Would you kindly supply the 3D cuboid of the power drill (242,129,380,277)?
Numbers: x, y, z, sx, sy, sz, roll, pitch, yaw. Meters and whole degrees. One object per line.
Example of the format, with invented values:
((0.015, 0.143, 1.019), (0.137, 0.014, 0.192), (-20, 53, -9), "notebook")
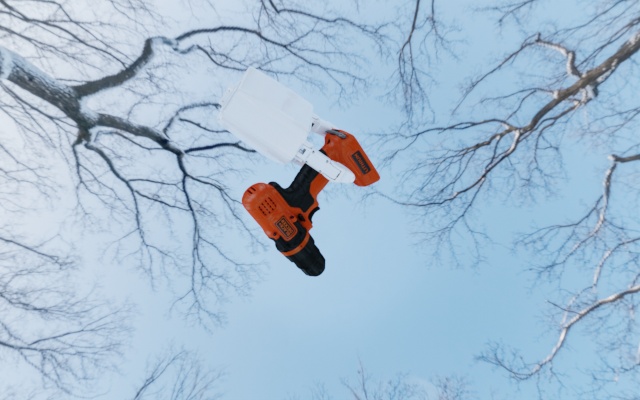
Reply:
((0.000, 0.002, 0.702), (0.057, 0.187, 0.184), (27, -21, 52), "power drill")
